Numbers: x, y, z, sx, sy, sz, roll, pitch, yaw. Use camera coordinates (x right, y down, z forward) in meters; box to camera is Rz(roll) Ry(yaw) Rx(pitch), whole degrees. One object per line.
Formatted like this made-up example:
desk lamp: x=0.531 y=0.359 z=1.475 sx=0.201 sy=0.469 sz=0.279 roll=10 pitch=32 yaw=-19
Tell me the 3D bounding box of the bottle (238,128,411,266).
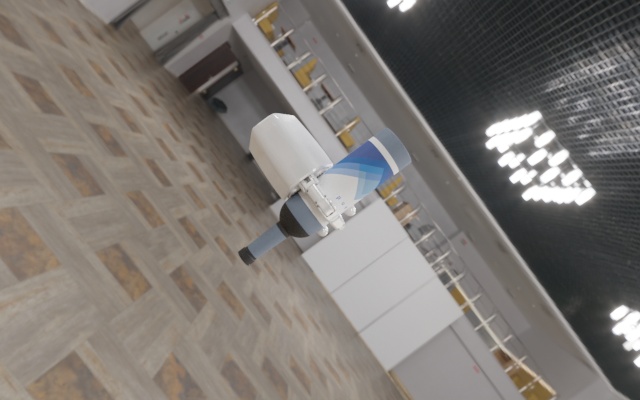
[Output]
bottle: x=0.000 y=0.002 z=0.731 sx=0.296 sy=0.069 sz=0.069 roll=-36 pitch=0 yaw=0
